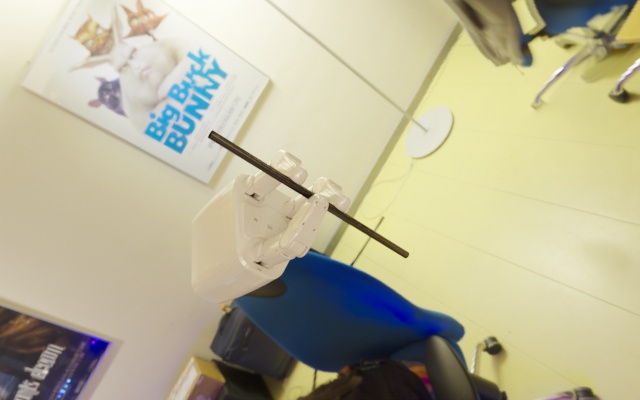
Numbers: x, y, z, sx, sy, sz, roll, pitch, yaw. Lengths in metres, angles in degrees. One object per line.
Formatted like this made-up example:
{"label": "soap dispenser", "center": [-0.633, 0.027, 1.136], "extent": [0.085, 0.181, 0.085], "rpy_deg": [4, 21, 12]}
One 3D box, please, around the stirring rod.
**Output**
{"label": "stirring rod", "center": [0.000, 0.002, 0.449], "extent": [0.239, 0.011, 0.011], "rpy_deg": [32, -16, -27]}
